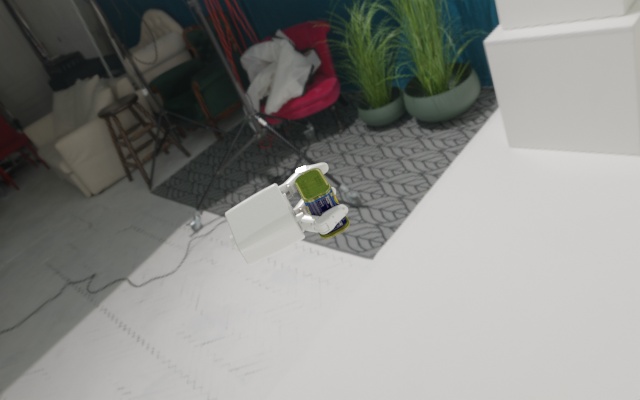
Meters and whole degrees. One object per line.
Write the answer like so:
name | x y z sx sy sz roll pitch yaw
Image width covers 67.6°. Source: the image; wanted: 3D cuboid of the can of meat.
can of meat | 0.000 0.002 0.821 0.057 0.084 0.102 -28 31 -1
